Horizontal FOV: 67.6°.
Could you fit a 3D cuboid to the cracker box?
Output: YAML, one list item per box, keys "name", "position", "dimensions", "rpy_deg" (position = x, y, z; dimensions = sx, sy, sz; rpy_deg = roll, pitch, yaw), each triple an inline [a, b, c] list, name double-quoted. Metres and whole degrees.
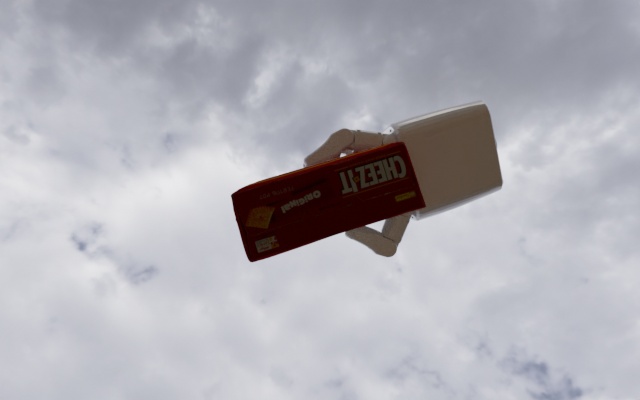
- name: "cracker box"
  position: [0.000, 0.002, 0.517]
  dimensions: [0.164, 0.072, 0.214]
  rpy_deg: [-18, -1, -4]
